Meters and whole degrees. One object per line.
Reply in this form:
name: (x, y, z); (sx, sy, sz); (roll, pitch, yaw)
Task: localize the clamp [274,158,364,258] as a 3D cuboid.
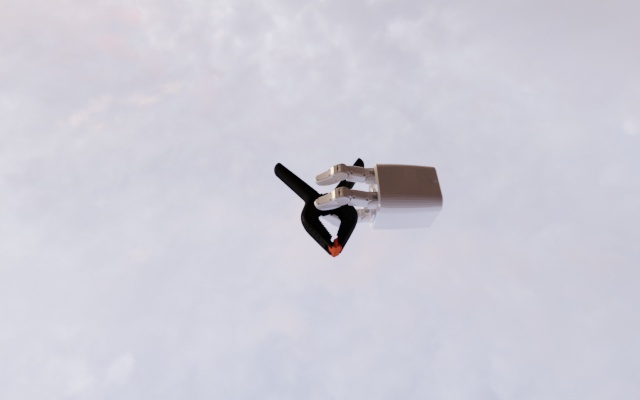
clamp: (0.000, 0.004, 0.811); (0.164, 0.209, 0.036); (0, -42, -2)
